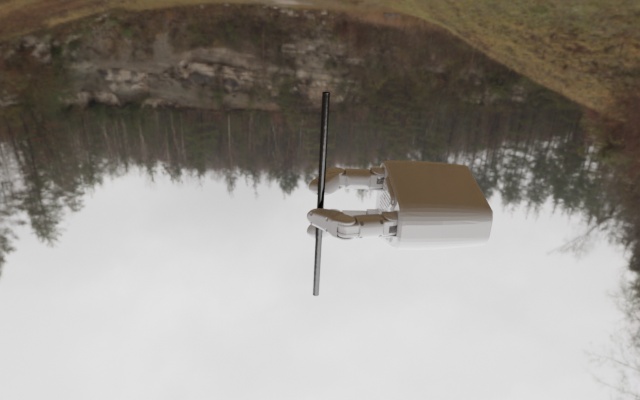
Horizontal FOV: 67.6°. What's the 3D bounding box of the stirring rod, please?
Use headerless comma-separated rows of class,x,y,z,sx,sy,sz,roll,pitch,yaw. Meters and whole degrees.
stirring rod,0.000,0.002,0.530,0.011,0.240,0.011,3,22,-1
